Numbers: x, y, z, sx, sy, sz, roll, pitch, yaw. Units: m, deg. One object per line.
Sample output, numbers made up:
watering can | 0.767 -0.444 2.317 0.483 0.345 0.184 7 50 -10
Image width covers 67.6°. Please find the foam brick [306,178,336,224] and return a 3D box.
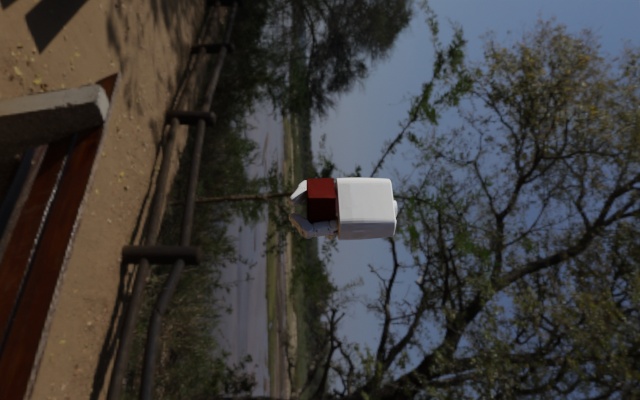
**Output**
foam brick | 0.000 0.003 0.880 0.051 0.053 0.078 -2 -42 -2
